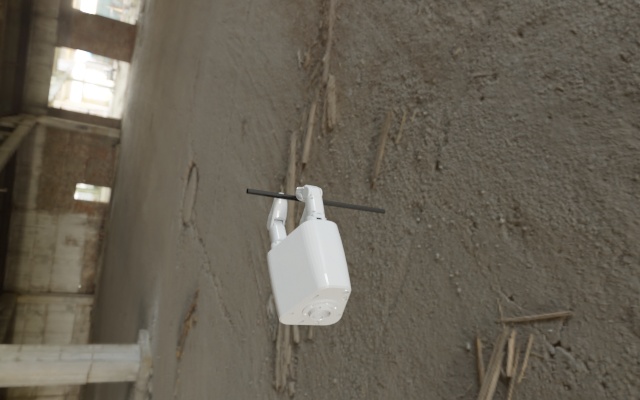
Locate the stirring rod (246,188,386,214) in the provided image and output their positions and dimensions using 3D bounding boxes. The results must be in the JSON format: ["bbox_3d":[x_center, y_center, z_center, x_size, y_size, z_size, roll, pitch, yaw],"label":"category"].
[{"bbox_3d":[0.000,0.002,0.747,0.239,0.011,0.011,9,-4,-26],"label":"stirring rod"}]
